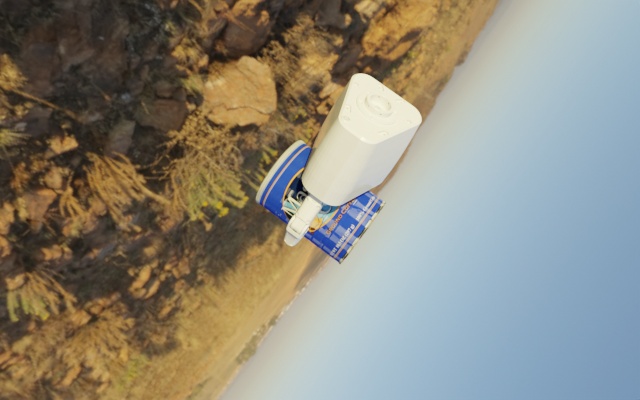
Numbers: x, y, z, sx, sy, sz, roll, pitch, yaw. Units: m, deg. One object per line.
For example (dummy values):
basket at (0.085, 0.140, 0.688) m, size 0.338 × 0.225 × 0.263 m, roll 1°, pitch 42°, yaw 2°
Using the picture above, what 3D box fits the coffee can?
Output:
coffee can at (0.000, 0.002, 0.634) m, size 0.140 × 0.103 × 0.103 m, roll 36°, pitch 3°, yaw 5°
